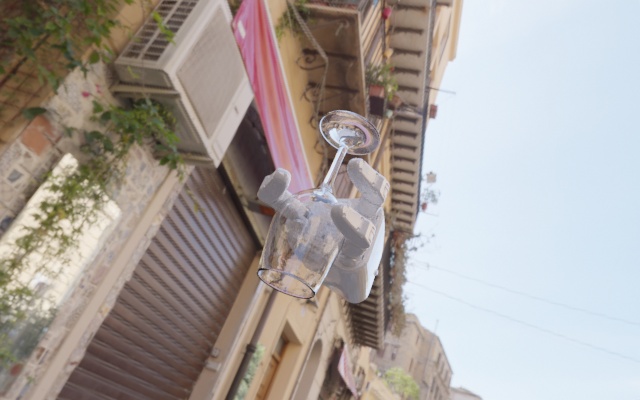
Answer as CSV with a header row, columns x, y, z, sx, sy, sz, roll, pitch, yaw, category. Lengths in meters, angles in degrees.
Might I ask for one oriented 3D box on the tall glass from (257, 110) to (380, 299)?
x,y,z,sx,sy,sz,roll,pitch,yaw,category
0.000,0.001,0.513,0.079,0.201,0.079,18,-29,10,tall glass
